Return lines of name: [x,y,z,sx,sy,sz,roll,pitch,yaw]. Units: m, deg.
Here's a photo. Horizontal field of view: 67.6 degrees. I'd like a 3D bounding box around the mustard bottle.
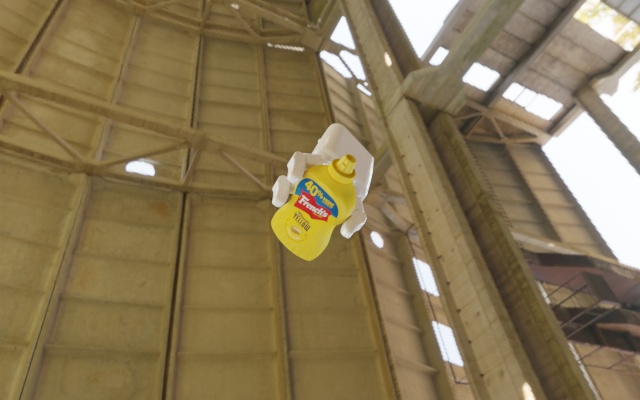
mustard bottle: [0.000,0.003,0.732,0.058,0.096,0.192,-30,-20,-50]
